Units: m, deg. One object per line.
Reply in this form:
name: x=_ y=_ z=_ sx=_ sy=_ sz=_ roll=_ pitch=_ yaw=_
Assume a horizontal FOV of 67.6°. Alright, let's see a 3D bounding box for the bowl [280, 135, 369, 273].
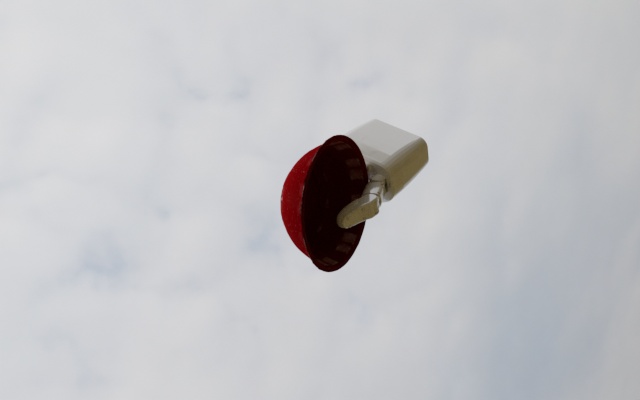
bowl: x=-0.001 y=0.002 z=0.571 sx=0.055 sy=0.162 sz=0.162 roll=6 pitch=3 yaw=30
